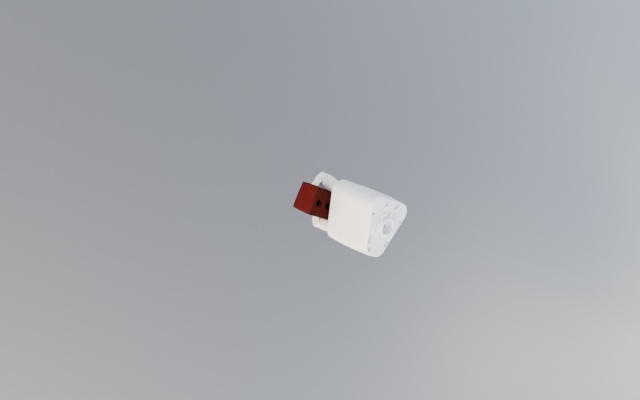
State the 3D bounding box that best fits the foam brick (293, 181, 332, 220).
[{"bbox_3d":[0.000,0.003,0.890,0.078,0.053,0.051,17,6,-40],"label":"foam brick"}]
